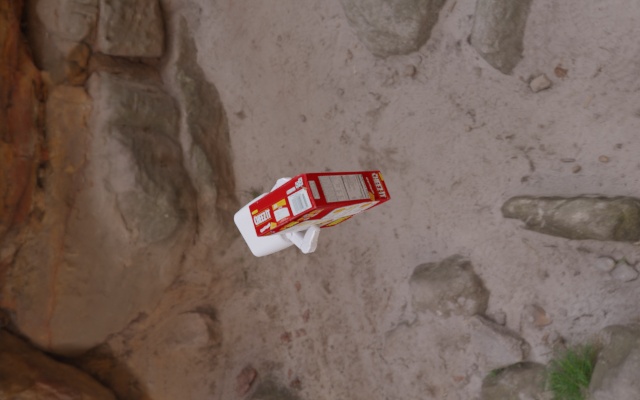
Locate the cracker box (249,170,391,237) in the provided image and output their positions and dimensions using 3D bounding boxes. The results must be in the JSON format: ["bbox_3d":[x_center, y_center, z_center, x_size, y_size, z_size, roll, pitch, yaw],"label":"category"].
[{"bbox_3d":[0.000,0.003,0.896,0.213,0.072,0.164,-6,-16,-47],"label":"cracker box"}]
